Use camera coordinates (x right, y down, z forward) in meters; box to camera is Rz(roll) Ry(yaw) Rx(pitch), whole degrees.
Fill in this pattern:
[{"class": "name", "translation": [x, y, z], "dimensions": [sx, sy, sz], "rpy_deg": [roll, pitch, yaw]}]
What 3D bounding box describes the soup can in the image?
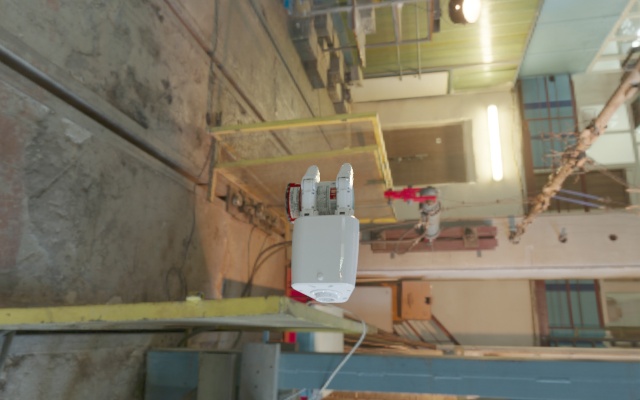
[{"class": "soup can", "translation": [0.000, 0.002, 0.778], "dimensions": [0.102, 0.068, 0.068], "rpy_deg": [-2, -1, 12]}]
